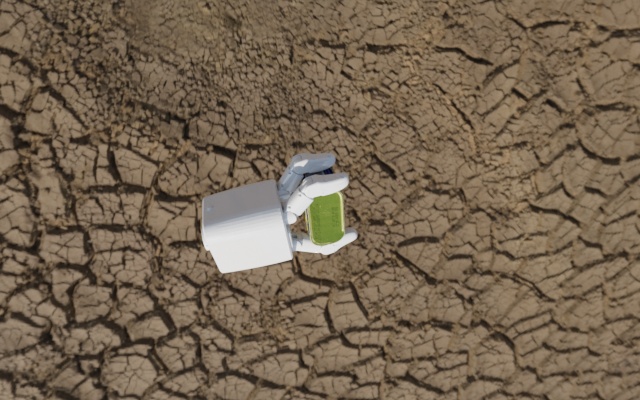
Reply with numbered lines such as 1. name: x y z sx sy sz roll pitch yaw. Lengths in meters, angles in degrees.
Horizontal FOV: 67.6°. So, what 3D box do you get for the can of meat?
1. can of meat: 0.000 0.003 0.689 0.057 0.102 0.084 -10 35 -6
